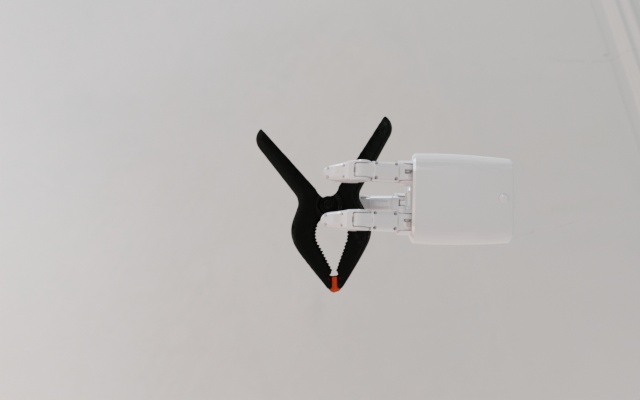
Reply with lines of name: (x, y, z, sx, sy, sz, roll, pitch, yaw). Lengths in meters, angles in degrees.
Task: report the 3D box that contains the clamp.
clamp: (0.000, 0.003, 0.572, 0.164, 0.210, 0.036, 2, -6, 7)
